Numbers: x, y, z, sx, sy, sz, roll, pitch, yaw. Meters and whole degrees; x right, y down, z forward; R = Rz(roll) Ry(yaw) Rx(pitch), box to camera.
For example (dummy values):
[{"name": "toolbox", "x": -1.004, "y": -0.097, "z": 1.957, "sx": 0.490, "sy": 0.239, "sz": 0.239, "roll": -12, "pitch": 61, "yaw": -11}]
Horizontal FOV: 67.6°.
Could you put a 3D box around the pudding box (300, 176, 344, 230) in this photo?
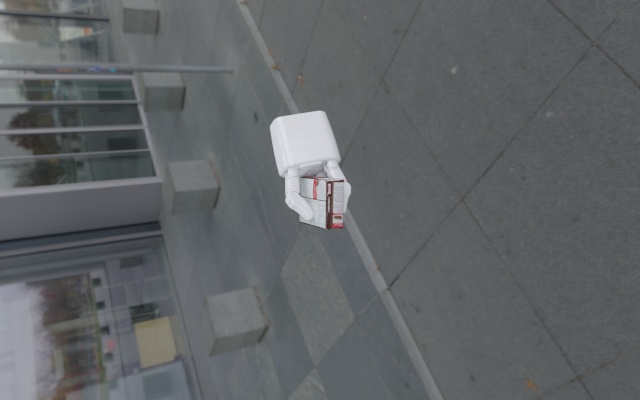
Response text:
[{"name": "pudding box", "x": 0.000, "y": 0.003, "z": 0.875, "sx": 0.039, "sy": 0.090, "sz": 0.113, "roll": -3, "pitch": 6, "yaw": -26}]
